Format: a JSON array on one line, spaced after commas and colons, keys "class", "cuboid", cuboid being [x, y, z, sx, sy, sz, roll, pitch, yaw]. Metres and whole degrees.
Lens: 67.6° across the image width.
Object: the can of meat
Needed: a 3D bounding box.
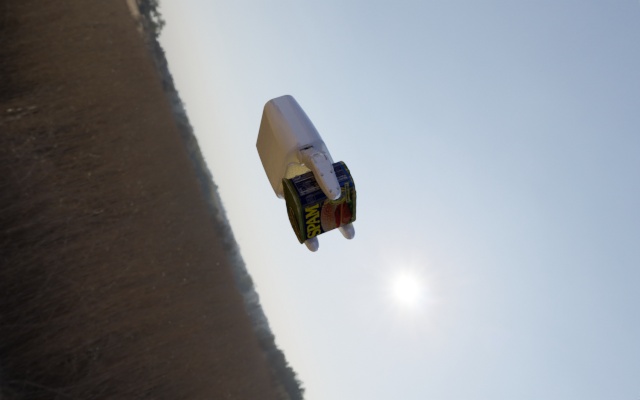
[{"class": "can of meat", "cuboid": [0.000, 0.002, 0.639, 0.084, 0.057, 0.102, -20, -37, -13]}]
